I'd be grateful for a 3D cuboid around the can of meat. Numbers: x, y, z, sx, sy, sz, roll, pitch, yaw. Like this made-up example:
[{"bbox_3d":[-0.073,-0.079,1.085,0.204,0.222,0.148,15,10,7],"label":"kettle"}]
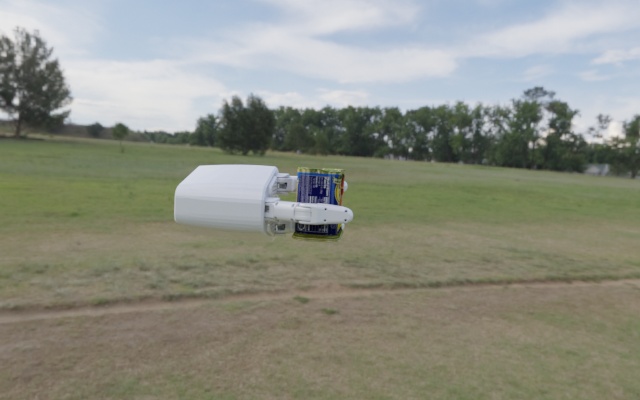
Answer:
[{"bbox_3d":[0.000,0.002,0.592,0.057,0.084,0.102,3,4,6],"label":"can of meat"}]
